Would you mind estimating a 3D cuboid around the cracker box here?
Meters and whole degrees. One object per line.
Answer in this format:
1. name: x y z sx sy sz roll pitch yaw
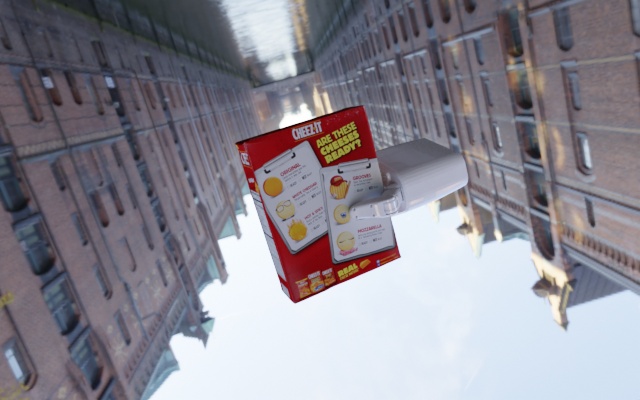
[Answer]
1. cracker box: 0.000 0.002 0.627 0.164 0.214 0.072 -20 14 -19
